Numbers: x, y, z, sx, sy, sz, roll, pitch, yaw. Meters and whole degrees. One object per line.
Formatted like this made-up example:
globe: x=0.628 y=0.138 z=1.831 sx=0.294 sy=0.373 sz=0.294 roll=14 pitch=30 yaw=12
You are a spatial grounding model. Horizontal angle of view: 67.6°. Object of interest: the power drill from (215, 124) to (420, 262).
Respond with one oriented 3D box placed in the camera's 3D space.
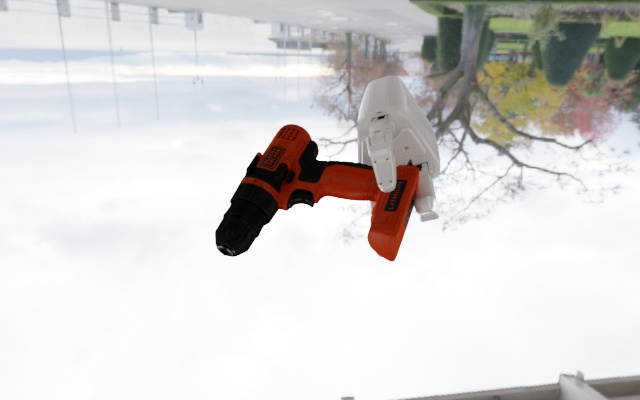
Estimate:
power drill: x=0.001 y=0.002 z=0.512 sx=0.187 sy=0.184 sz=0.057 roll=16 pitch=-34 yaw=16
